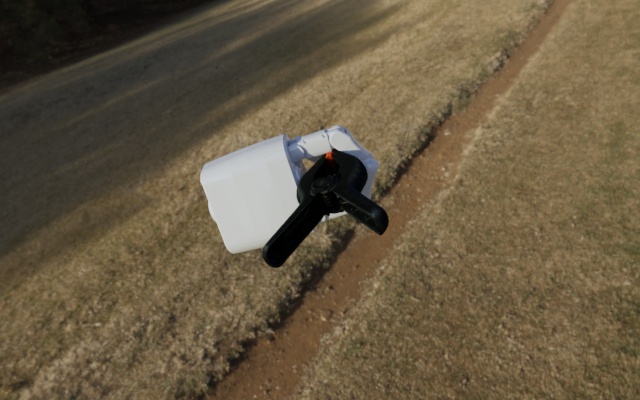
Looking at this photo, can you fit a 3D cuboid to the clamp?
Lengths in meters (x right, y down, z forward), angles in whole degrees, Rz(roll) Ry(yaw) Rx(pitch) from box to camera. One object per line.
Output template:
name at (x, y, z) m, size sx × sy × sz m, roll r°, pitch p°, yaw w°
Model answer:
clamp at (0.000, 0.001, 0.480) m, size 0.120 × 0.039 × 0.171 m, roll -18°, pitch 26°, yaw 8°
